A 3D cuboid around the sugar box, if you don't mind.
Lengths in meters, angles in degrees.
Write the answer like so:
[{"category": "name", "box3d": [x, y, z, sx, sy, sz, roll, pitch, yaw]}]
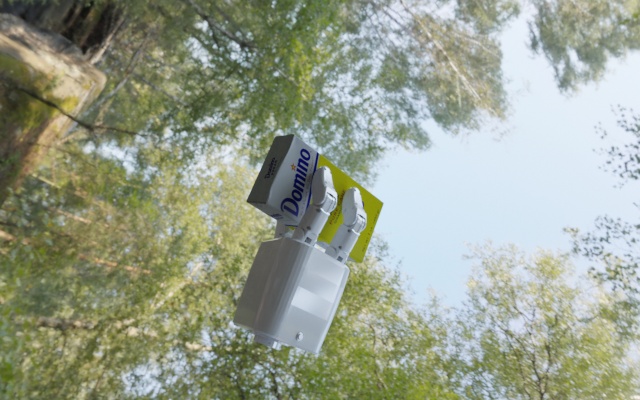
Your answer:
[{"category": "sugar box", "box3d": [0.000, 0.002, 0.601, 0.048, 0.093, 0.176, 3, -25, 48]}]
